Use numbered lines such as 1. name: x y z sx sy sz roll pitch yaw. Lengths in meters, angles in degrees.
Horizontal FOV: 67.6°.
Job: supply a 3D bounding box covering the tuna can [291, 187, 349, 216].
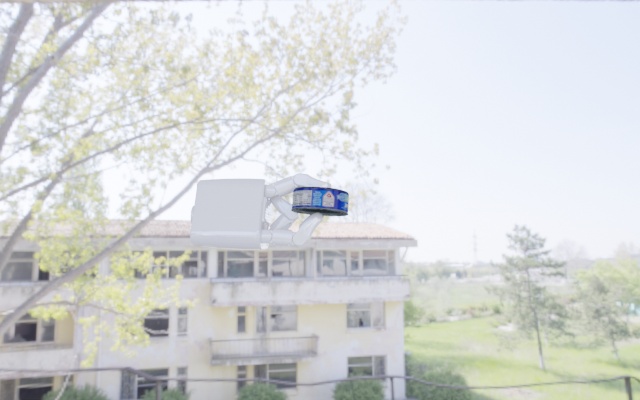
1. tuna can: 0.000 0.002 0.715 0.086 0.033 0.086 4 -8 1
